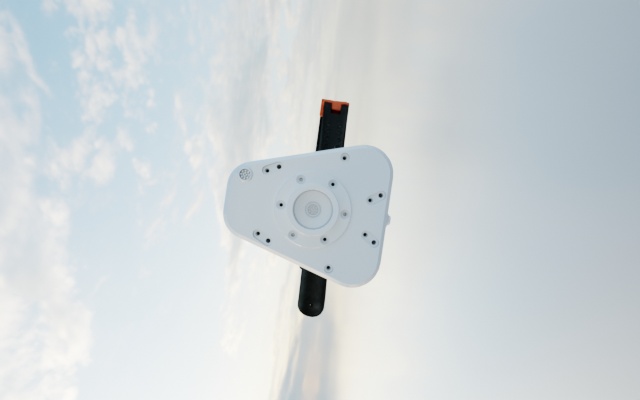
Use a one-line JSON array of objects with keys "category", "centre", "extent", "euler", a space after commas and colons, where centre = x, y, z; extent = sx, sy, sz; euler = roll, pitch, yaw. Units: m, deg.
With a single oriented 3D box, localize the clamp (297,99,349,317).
[{"category": "clamp", "centre": [-0.001, 0.001, 0.508], "extent": [0.036, 0.210, 0.164], "euler": [8, 0, -4]}]
